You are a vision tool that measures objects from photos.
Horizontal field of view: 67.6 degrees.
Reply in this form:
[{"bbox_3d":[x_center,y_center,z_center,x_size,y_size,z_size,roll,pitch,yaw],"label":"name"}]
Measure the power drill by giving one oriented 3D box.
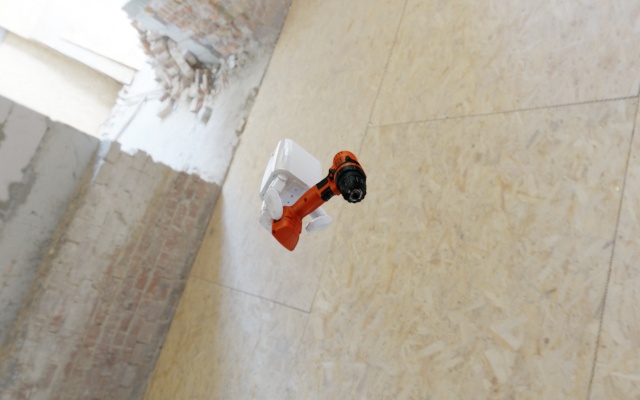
[{"bbox_3d":[0.000,0.003,0.820,0.188,0.057,0.184,-40,16,13],"label":"power drill"}]
